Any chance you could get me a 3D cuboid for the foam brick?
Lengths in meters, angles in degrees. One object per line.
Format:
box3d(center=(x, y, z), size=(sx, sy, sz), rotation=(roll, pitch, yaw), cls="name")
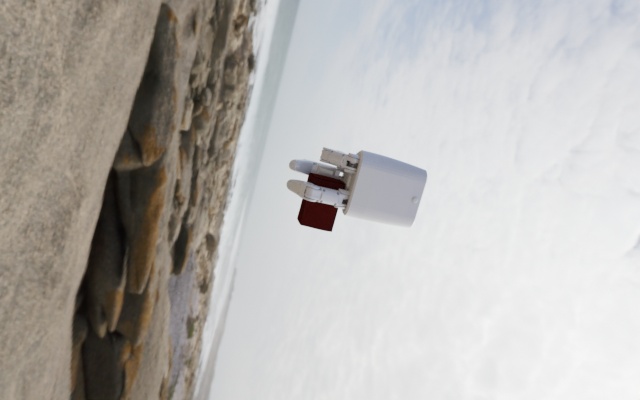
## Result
box3d(center=(0.000, 0.003, 0.730), size=(0.051, 0.078, 0.053), rotation=(14, 9, -10), cls="foam brick")
